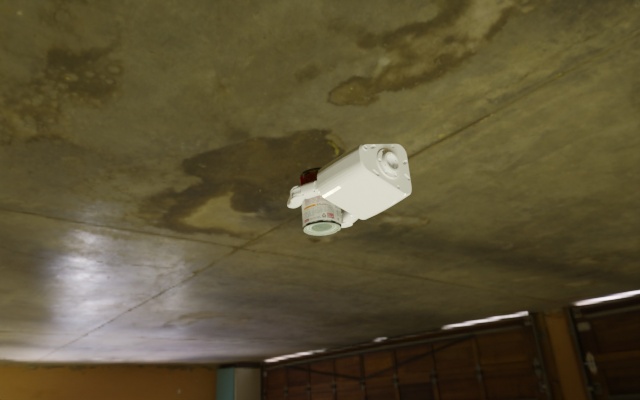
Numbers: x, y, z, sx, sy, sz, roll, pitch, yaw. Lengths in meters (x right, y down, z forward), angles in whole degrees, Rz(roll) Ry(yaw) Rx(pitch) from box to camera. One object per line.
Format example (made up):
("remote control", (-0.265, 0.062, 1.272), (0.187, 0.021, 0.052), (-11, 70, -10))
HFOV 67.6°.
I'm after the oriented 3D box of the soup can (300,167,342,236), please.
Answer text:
("soup can", (0.000, 0.003, 0.834), (0.068, 0.102, 0.068), (-3, -23, -1))
